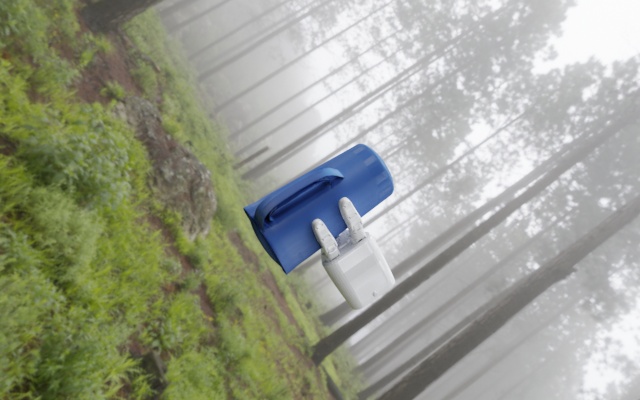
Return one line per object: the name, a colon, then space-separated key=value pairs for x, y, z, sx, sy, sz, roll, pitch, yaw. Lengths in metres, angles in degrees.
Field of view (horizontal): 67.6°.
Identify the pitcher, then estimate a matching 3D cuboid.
pitcher: x=0.000 y=0.003 z=0.805 sx=0.243 sy=0.145 sz=0.149 roll=-34 pitch=18 yaw=-10
